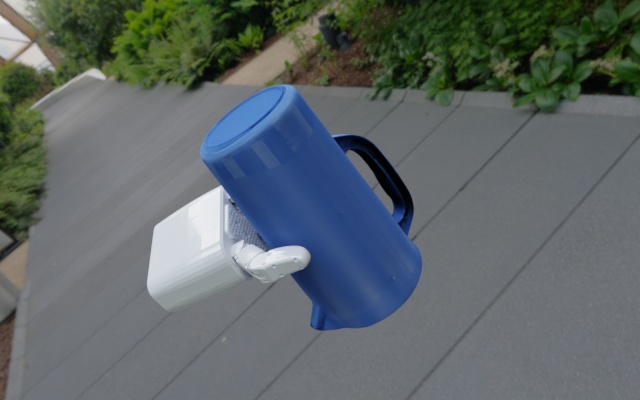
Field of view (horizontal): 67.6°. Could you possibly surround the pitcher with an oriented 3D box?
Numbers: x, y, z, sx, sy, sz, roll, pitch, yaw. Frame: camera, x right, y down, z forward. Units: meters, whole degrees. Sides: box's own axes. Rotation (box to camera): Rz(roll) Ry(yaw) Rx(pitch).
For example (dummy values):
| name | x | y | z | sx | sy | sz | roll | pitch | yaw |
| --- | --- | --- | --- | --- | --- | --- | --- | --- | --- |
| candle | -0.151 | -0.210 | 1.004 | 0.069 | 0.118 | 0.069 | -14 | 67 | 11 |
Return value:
| name | x | y | z | sx | sy | sz | roll | pitch | yaw |
| --- | --- | --- | --- | --- | --- | --- | --- | --- | --- |
| pitcher | 0.000 | 0.002 | 0.492 | 0.145 | 0.243 | 0.149 | -26 | 30 | 19 |
